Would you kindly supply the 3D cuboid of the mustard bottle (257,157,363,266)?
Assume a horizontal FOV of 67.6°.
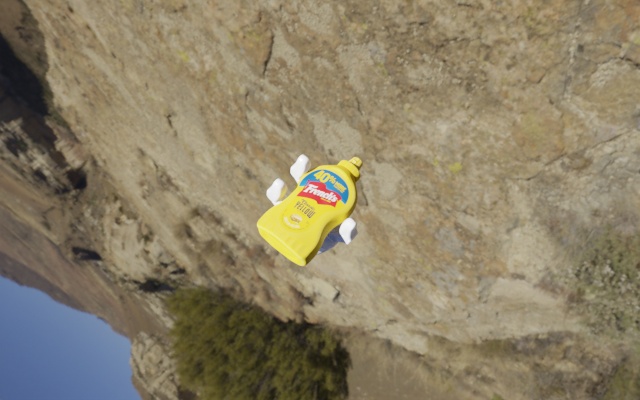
[{"bbox_3d":[0.000,0.002,0.732,0.096,0.191,0.058,34,-23,22],"label":"mustard bottle"}]
